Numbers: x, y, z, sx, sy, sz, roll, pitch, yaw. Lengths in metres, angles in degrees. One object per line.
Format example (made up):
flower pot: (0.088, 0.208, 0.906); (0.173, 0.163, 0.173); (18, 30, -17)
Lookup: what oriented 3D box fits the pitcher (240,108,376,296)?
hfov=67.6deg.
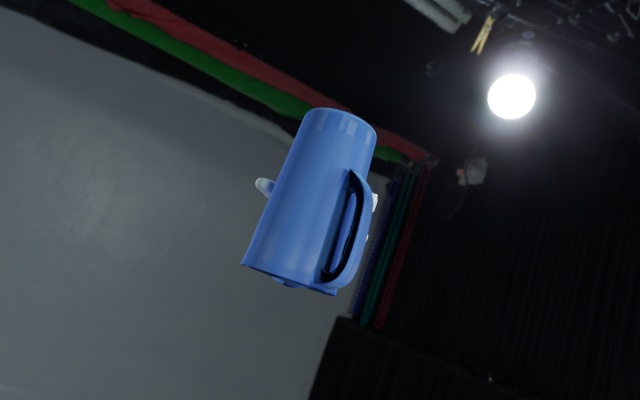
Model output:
pitcher: (0.000, 0.002, 0.651); (0.149, 0.242, 0.145); (18, -11, 6)
